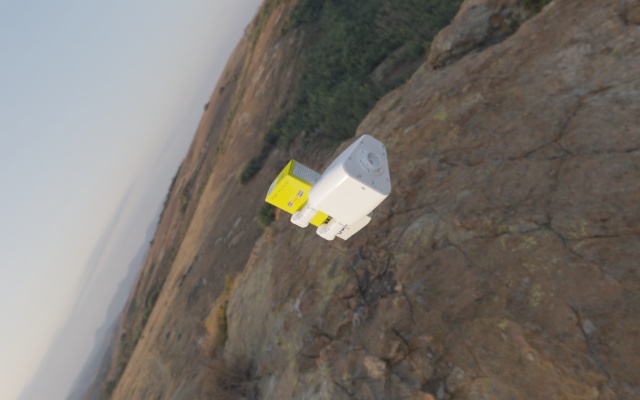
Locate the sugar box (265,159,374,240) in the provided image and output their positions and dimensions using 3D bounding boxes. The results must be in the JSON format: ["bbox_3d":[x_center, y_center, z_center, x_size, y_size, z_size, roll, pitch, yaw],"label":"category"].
[{"bbox_3d":[0.000,0.003,0.861,0.176,0.048,0.093,29,-41,-16],"label":"sugar box"}]
